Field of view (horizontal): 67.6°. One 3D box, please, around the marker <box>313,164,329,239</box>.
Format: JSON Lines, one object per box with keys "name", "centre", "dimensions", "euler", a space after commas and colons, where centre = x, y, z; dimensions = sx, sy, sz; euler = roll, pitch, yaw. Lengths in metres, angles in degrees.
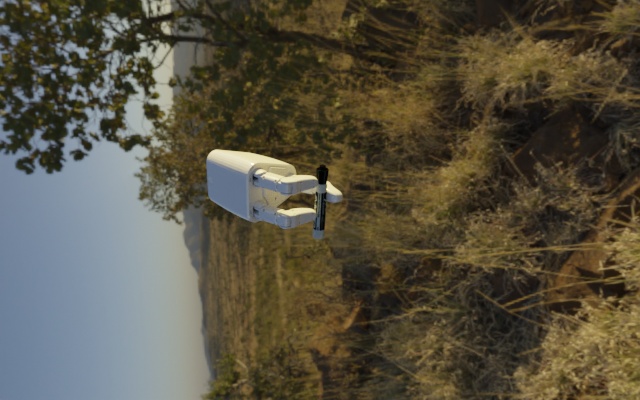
{"name": "marker", "centre": [0.000, 0.002, 0.739], "dimensions": [0.020, 0.121, 0.020], "euler": [3, 24, -1]}
